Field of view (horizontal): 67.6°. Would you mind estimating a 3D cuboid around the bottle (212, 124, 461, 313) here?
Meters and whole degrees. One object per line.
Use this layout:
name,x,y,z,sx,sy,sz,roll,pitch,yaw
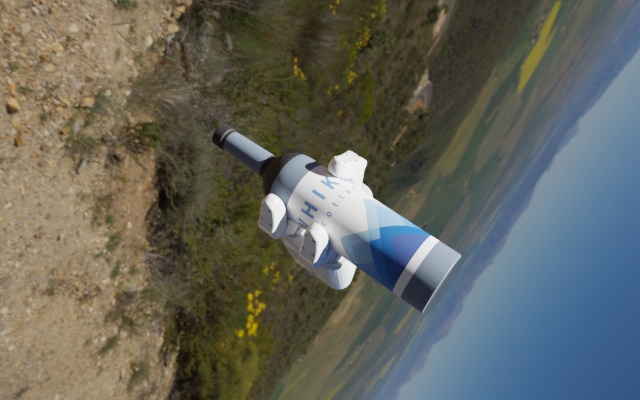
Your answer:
bottle,0.000,0.002,0.500,0.295,0.069,0.069,34,12,19
